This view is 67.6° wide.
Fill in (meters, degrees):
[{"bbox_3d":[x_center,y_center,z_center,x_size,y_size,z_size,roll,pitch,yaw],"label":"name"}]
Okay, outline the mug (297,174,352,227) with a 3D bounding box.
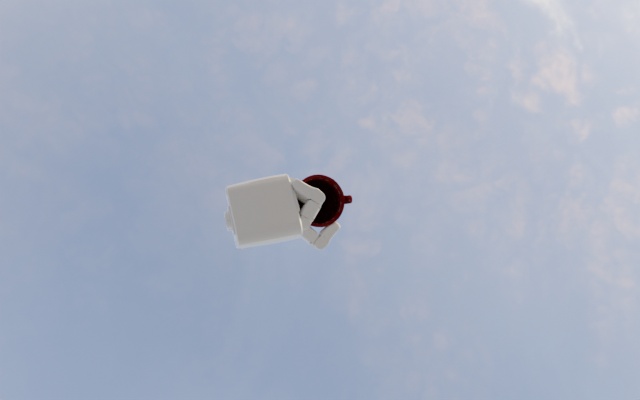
[{"bbox_3d":[0.001,0.003,0.876,0.117,0.093,0.081,-8,-4,-14],"label":"mug"}]
